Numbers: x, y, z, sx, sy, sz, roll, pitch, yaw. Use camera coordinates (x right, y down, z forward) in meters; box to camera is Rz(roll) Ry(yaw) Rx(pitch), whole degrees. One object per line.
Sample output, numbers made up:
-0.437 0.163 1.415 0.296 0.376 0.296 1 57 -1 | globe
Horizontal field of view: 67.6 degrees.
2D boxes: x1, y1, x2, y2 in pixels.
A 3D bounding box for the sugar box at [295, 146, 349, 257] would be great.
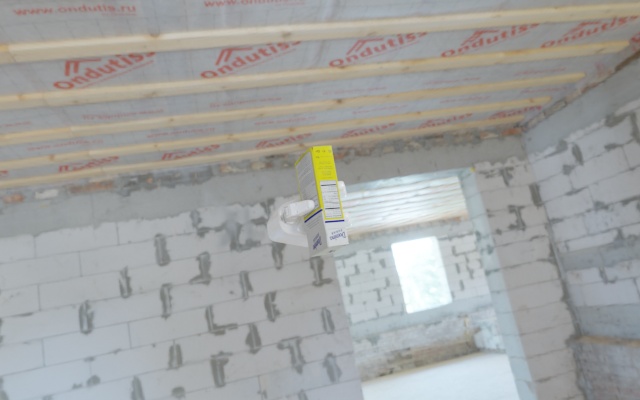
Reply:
0.001 0.003 0.830 0.048 0.176 0.093 -7 -13 -23 | sugar box
